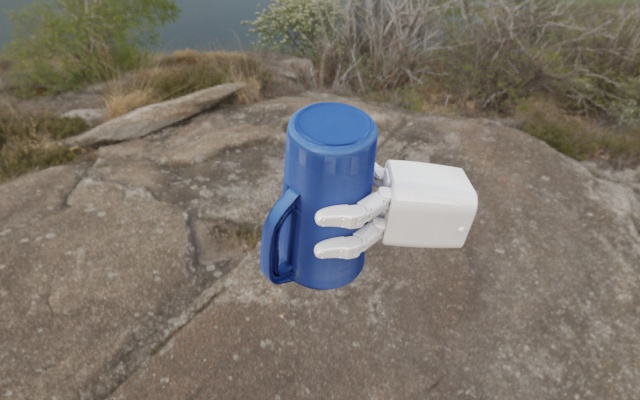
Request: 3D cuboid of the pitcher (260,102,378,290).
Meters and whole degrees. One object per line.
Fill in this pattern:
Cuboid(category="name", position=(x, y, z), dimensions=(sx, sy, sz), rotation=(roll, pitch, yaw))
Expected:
Cuboid(category="pitcher", position=(0.000, 0.002, 0.633), dimensions=(0.145, 0.243, 0.149), rotation=(5, 43, 1))
